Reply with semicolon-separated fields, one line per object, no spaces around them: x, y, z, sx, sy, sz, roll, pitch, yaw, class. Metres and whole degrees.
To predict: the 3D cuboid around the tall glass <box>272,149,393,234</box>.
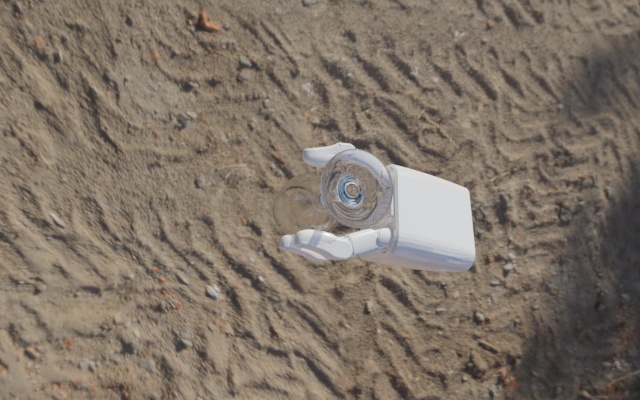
0.000;0.002;0.532;0.079;0.079;0.201;0;-8;-21;tall glass
